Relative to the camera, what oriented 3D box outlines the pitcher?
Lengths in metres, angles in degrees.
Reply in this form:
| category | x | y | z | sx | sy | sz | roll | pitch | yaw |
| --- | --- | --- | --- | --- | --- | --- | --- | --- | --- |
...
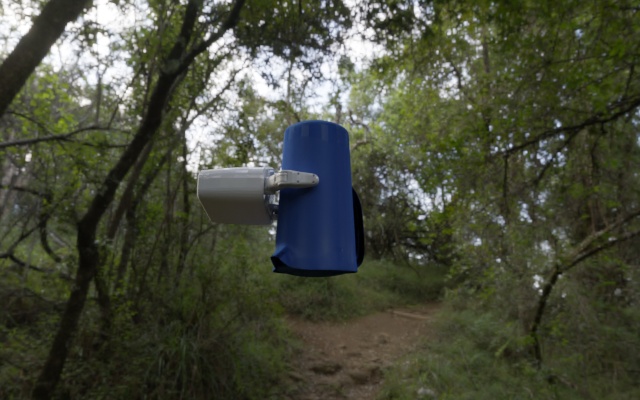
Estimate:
| category | x | y | z | sx | sy | sz | roll | pitch | yaw |
| --- | --- | --- | --- | --- | --- | --- | --- | --- | --- |
| pitcher | 0.000 | 0.003 | 0.777 | 0.145 | 0.242 | 0.149 | 0 | -12 | 4 |
